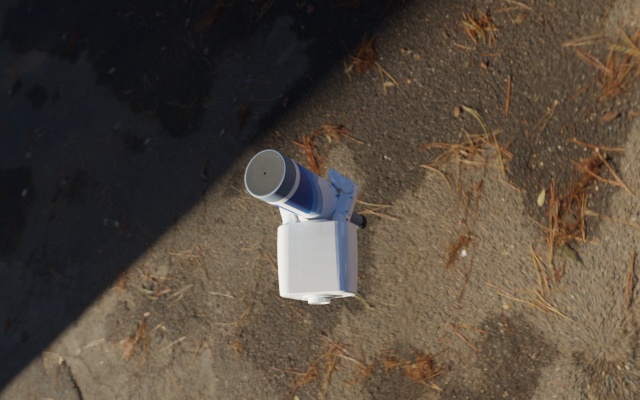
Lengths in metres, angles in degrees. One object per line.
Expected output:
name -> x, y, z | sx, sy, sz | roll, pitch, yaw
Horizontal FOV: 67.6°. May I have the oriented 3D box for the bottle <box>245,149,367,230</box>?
bottle -> 0.000, 0.002, 0.741 | 0.069, 0.069, 0.296 | 0, -15, 31
